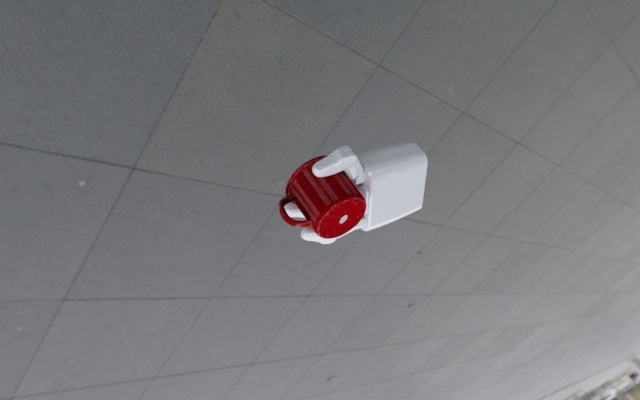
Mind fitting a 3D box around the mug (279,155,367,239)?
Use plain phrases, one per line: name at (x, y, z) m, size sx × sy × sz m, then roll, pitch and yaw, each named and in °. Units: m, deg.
mug at (-0.001, 0.003, 0.657) m, size 0.117 × 0.093 × 0.081 m, roll -19°, pitch 53°, yaw -23°
